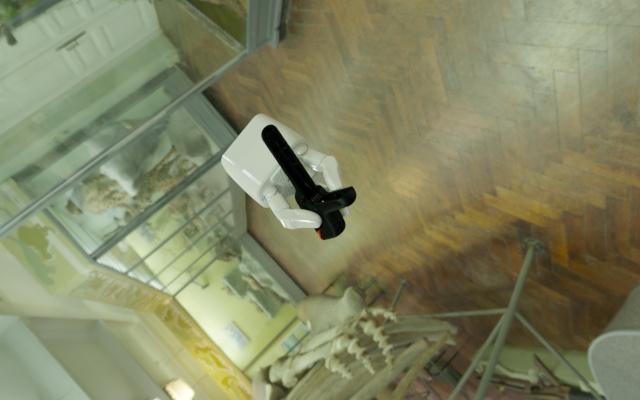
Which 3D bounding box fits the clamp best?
[{"bbox_3d":[-0.001,0.003,0.664,0.164,0.036,0.210,39,-19,34],"label":"clamp"}]
